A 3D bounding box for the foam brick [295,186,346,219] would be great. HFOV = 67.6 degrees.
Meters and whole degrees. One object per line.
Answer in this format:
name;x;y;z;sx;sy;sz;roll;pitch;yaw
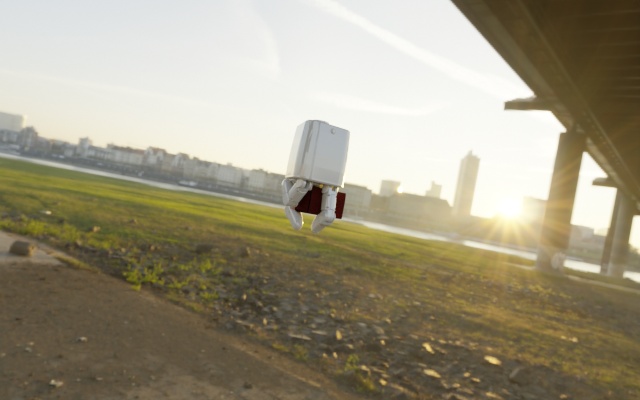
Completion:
foam brick;0.000;0.003;0.893;0.078;0.051;0.053;12;-3;-32
